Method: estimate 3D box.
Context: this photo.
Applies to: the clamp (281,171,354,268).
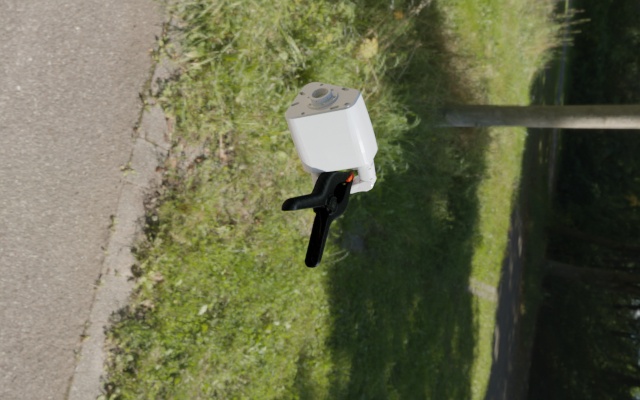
[{"bbox_3d":[0.001,0.002,0.722,0.039,0.171,0.120,5,-41,27],"label":"clamp"}]
